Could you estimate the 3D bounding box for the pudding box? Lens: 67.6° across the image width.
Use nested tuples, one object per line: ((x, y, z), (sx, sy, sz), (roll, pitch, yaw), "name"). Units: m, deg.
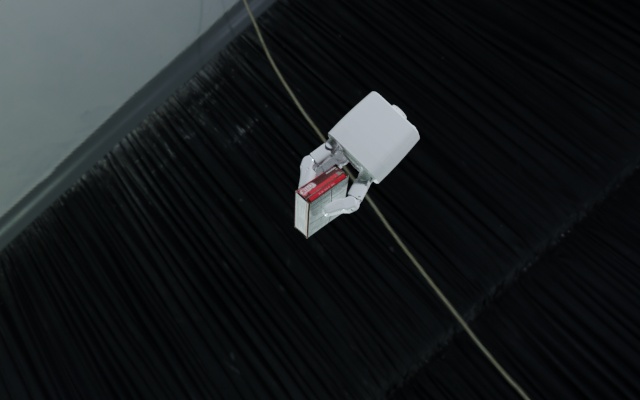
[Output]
((0.000, 0.003, 0.813), (0.090, 0.039, 0.114), (-34, -28, -24), "pudding box")
